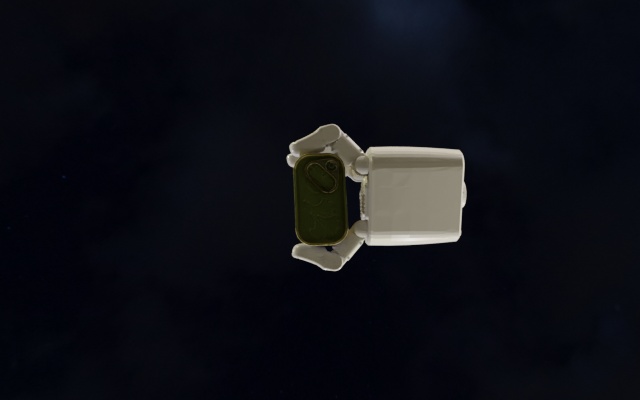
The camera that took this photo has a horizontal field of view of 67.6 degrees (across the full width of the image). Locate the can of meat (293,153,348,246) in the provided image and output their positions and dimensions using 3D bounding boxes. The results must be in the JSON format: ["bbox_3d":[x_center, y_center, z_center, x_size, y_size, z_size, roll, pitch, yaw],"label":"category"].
[{"bbox_3d":[0.000,0.002,0.563,0.057,0.102,0.084,-3,-5,0],"label":"can of meat"}]
